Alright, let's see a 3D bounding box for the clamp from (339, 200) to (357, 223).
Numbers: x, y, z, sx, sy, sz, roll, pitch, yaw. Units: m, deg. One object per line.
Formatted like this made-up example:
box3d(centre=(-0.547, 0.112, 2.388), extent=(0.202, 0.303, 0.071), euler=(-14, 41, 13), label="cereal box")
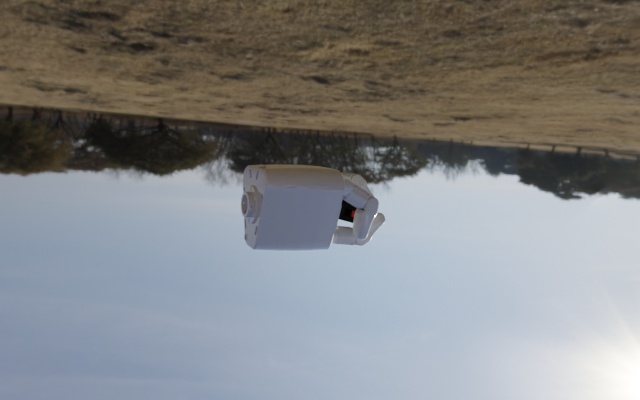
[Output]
box3d(centre=(0.000, 0.003, 0.720), extent=(0.120, 0.039, 0.171), euler=(1, 8, -27), label="clamp")
